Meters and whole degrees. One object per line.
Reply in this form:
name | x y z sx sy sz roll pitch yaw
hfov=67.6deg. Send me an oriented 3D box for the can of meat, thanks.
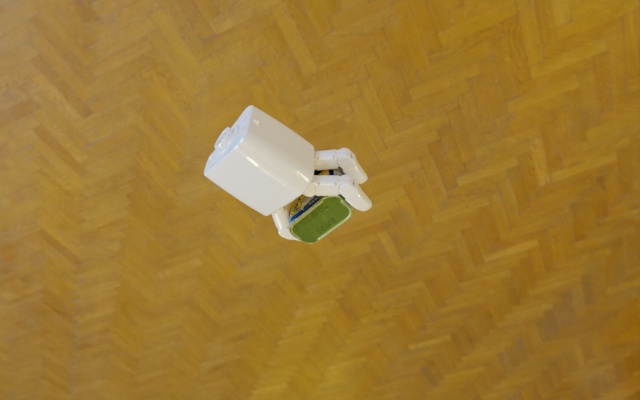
can of meat | 0.000 0.003 0.686 0.057 0.083 0.102 37 -59 -26
